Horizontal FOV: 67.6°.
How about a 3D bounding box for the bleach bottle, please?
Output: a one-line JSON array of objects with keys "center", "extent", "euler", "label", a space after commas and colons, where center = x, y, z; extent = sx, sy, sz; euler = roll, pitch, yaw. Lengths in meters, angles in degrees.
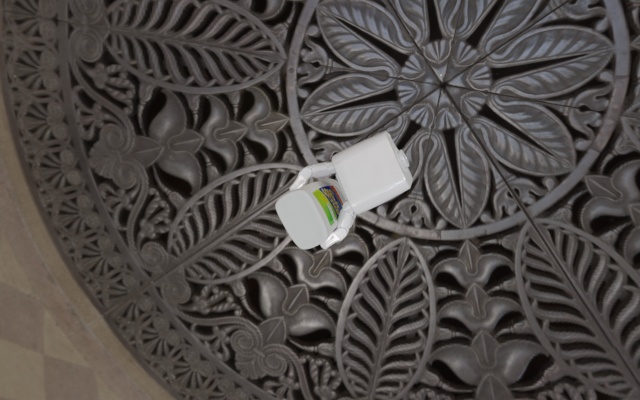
[{"center": [0.000, 0.003, 0.882], "extent": [0.068, 0.102, 0.250], "euler": [-26, 7, 19], "label": "bleach bottle"}]
